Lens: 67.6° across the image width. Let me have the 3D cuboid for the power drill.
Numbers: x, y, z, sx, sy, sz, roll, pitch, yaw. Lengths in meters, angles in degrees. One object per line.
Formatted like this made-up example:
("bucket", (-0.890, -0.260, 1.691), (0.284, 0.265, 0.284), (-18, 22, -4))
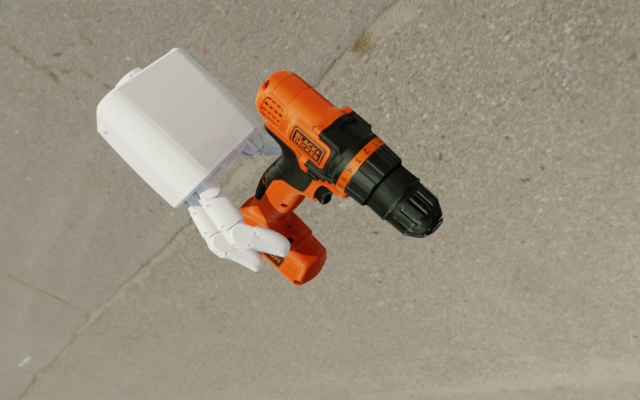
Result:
("power drill", (0.000, 0.002, 0.439), (0.057, 0.184, 0.188), (-36, -15, -42))
